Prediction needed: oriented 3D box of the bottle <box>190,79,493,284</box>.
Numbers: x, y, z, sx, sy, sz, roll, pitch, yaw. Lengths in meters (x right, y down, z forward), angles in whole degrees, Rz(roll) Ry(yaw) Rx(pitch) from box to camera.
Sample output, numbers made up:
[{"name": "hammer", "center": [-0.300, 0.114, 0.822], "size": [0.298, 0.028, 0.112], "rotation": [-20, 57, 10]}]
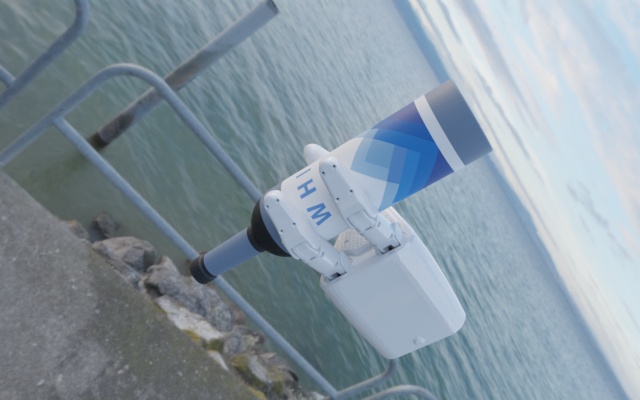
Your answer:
[{"name": "bottle", "center": [0.000, 0.001, 0.426], "size": [0.296, 0.069, 0.069], "rotation": [-30, -11, 19]}]
